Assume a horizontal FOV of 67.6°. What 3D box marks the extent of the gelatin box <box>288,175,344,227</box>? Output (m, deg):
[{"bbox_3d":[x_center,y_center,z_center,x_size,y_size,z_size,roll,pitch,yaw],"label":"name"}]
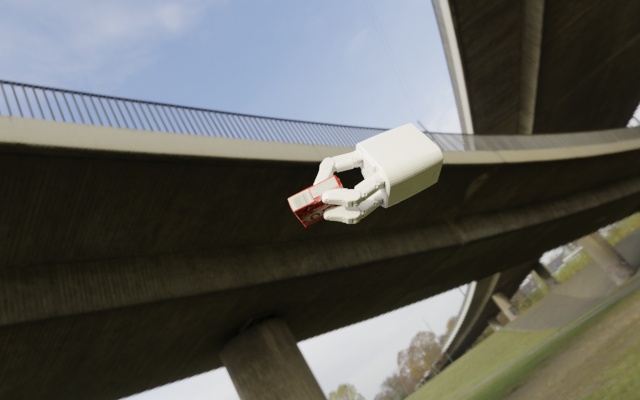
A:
[{"bbox_3d":[0.000,0.002,0.790,0.089,0.030,0.073,-27,-27,3],"label":"gelatin box"}]
